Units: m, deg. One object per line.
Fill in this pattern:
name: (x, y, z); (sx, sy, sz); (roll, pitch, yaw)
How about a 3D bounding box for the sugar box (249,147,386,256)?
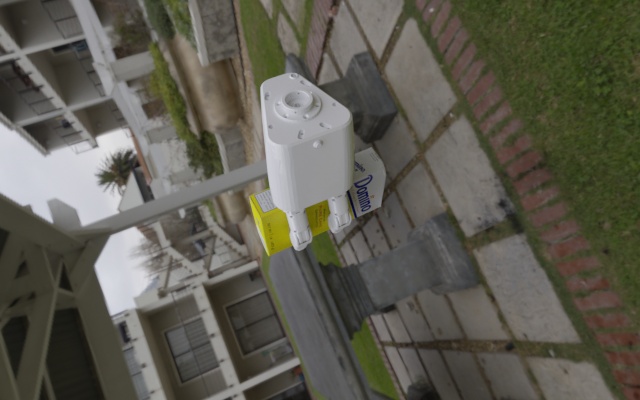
sugar box: (0.000, 0.002, 0.629); (0.176, 0.048, 0.093); (-21, -34, -13)
